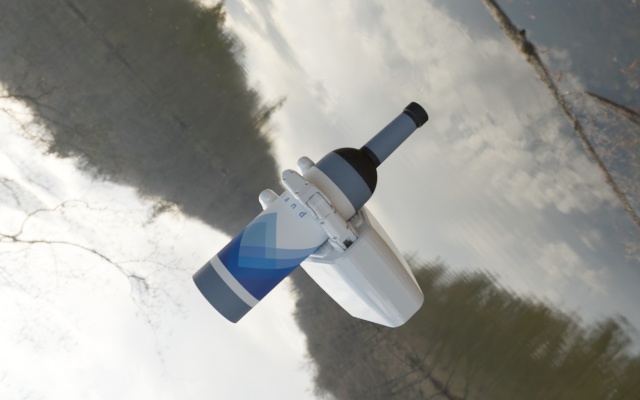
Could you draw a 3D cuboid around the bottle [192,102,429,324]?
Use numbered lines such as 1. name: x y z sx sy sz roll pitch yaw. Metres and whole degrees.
1. bottle: 0.000 0.002 0.500 0.295 0.069 0.069 -42 6 -7
